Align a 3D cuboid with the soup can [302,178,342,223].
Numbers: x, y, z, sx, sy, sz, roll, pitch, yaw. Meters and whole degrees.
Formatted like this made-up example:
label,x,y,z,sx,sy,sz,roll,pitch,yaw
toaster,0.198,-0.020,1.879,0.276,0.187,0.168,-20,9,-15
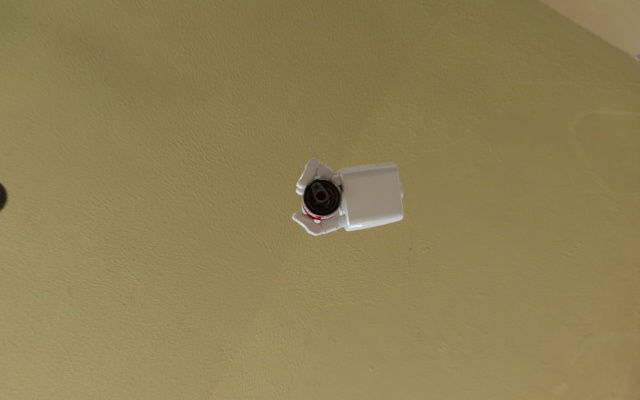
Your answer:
label,x,y,z,sx,sy,sz,roll,pitch,yaw
soup can,0.000,0.003,0.874,0.068,0.068,0.102,0,-10,-4
